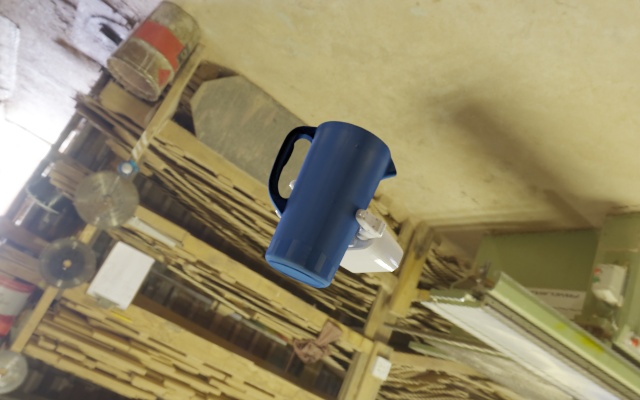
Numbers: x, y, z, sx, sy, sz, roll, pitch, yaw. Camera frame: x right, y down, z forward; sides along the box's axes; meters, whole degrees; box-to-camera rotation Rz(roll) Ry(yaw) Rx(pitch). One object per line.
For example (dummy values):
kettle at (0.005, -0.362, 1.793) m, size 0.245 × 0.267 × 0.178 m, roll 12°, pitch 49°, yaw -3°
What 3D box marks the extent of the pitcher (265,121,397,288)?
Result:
pitcher at (0.000, 0.003, 0.752) m, size 0.149 × 0.242 × 0.145 m, roll 8°, pitch -24°, yaw 42°
